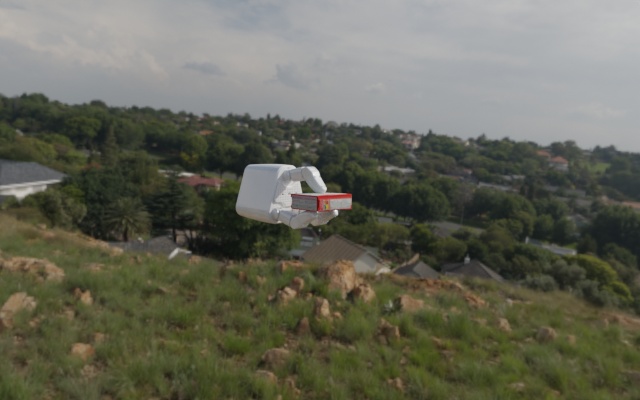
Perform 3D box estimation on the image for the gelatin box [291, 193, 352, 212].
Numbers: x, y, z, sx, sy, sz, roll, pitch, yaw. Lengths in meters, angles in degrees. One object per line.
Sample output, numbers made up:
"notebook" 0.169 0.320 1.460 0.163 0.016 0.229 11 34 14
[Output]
"gelatin box" 0.000 0.002 0.843 0.073 0.030 0.089 -3 4 -35
